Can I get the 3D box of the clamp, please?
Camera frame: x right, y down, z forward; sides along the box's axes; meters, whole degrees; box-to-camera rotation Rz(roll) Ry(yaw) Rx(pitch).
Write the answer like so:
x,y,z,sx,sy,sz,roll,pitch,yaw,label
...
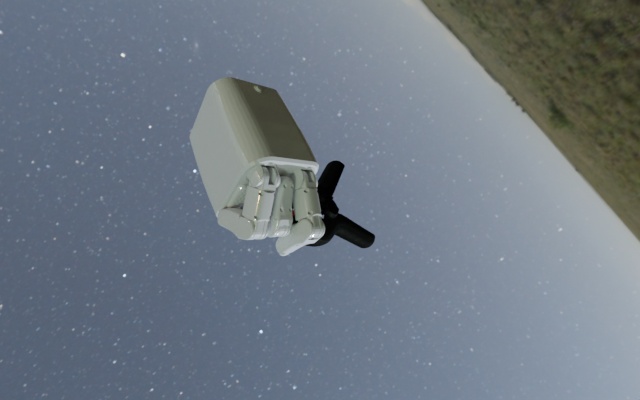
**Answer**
x,y,z,sx,sy,sz,roll,pitch,yaw,label
0.000,0.002,0.566,0.039,0.120,0.171,-33,-21,28,clamp
